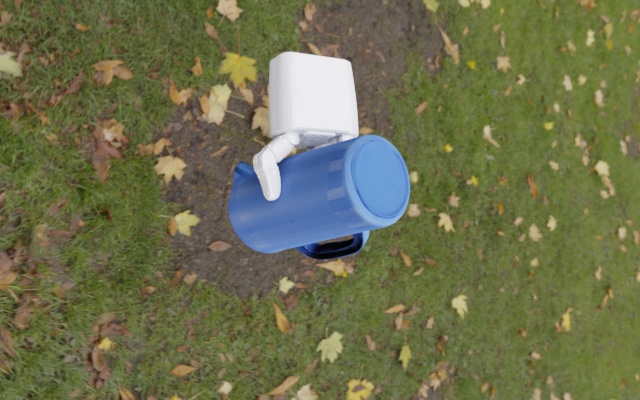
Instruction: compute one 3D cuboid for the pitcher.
[{"bbox_3d":[0.000,0.002,0.632,0.149,0.145,0.243,5,-12,-39],"label":"pitcher"}]
